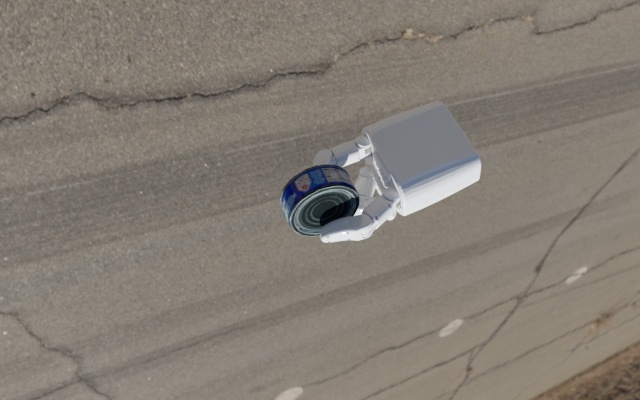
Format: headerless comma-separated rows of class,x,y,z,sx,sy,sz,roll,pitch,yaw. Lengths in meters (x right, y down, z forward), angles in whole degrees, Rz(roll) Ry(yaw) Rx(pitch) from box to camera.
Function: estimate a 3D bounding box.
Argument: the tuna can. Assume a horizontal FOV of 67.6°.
tuna can,0.000,0.002,0.538,0.086,0.033,0.086,-15,-39,-13
